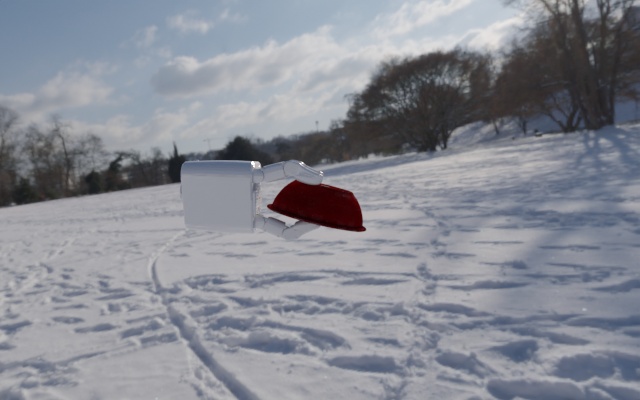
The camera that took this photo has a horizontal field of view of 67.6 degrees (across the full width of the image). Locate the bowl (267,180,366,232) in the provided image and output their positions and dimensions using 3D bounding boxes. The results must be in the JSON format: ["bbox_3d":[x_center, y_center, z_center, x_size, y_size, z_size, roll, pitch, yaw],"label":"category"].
[{"bbox_3d":[0.001,0.002,0.751,0.162,0.055,0.162,14,4,-1],"label":"bowl"}]
